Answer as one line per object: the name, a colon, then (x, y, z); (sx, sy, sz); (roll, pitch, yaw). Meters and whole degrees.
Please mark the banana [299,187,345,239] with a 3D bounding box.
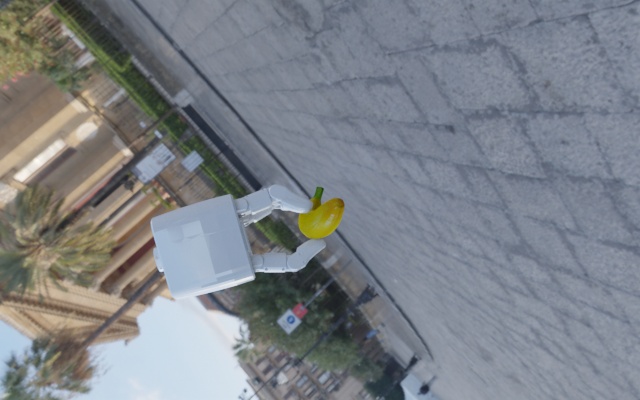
banana: (-0.004, 0.020, 0.652); (0.037, 0.069, 0.198); (12, 5, -10)
